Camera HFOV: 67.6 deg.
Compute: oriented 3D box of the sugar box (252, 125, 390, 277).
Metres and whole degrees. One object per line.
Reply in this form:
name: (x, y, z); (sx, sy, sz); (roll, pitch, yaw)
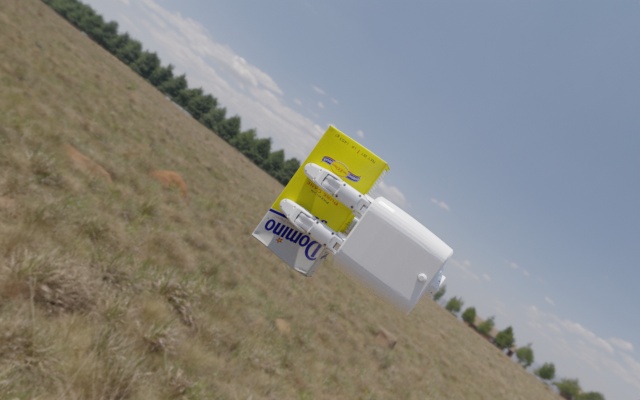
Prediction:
sugar box: (0.000, 0.002, 0.616); (0.093, 0.176, 0.048); (36, 0, 14)
